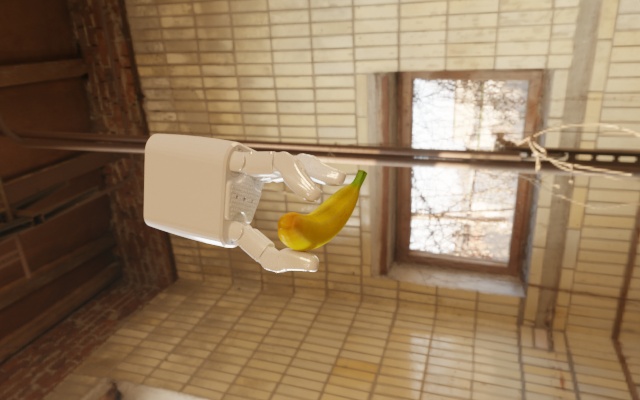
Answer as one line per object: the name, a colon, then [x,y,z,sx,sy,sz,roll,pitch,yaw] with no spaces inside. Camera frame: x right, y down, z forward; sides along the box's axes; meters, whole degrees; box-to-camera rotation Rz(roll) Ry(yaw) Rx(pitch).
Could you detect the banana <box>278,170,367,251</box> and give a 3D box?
banana: [-0.001,0.018,0.520,0.037,0.070,0.197,16,23,19]
